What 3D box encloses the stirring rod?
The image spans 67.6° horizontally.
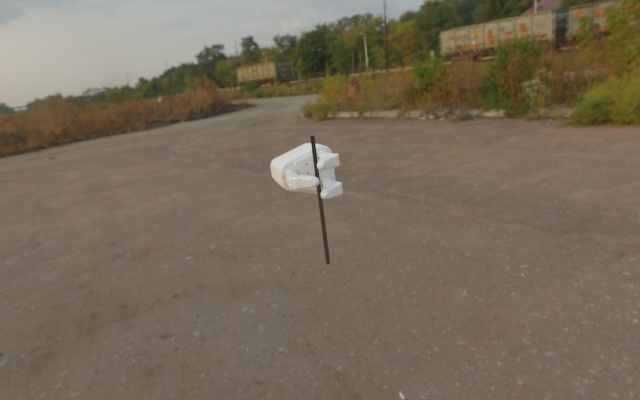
[{"bbox_3d":[0.000,0.003,0.867,0.011,0.239,0.011,-7,15,2],"label":"stirring rod"}]
